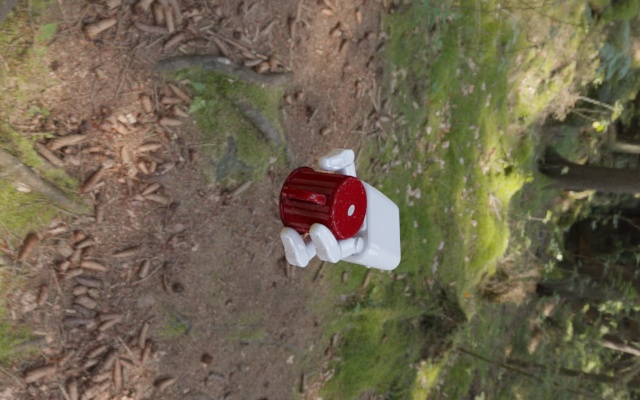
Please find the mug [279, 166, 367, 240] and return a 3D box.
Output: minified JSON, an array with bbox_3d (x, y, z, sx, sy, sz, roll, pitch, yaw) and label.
[{"bbox_3d":[-0.001,0.002,0.605,0.081,0.093,0.117,8,-10,37],"label":"mug"}]
